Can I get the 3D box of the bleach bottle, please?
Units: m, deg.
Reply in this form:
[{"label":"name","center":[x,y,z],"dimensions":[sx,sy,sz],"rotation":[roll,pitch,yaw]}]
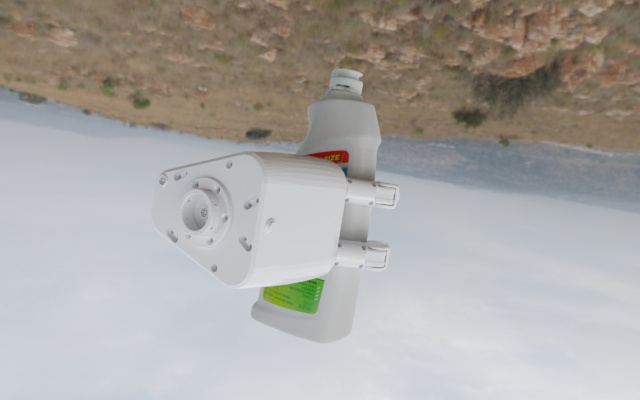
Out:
[{"label":"bleach bottle","center":[0.000,0.002,0.463],"dimensions":[0.102,0.251,0.068],"rotation":[11,4,32]}]
